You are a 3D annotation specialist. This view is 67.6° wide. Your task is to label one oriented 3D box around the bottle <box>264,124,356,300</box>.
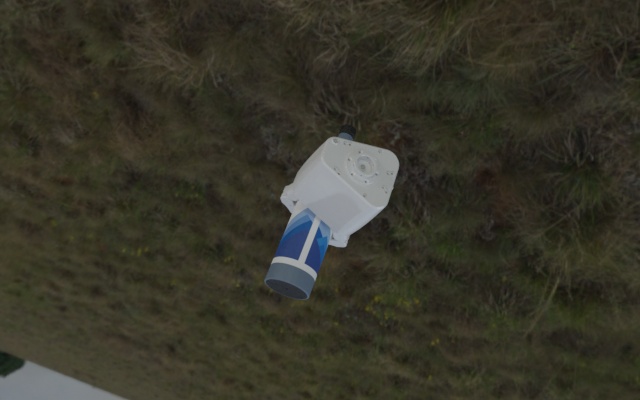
[{"bbox_3d":[0.000,0.003,0.731,0.069,0.295,0.069,16,-28,9],"label":"bottle"}]
